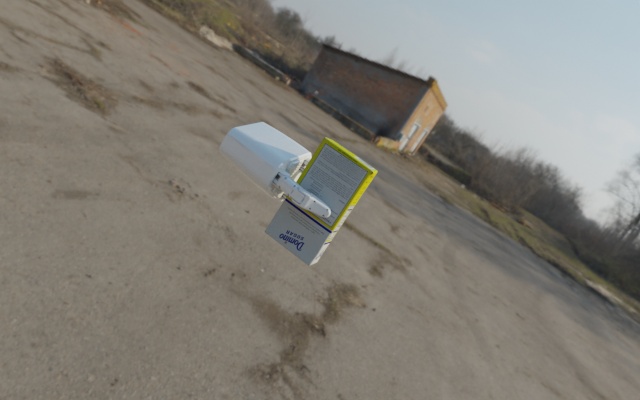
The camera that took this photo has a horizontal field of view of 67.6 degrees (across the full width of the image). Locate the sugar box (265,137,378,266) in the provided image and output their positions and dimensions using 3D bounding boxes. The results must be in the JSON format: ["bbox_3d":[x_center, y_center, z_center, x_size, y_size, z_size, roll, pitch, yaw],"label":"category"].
[{"bbox_3d":[0.000,0.002,0.736,0.093,0.176,0.048,36,13,13],"label":"sugar box"}]
